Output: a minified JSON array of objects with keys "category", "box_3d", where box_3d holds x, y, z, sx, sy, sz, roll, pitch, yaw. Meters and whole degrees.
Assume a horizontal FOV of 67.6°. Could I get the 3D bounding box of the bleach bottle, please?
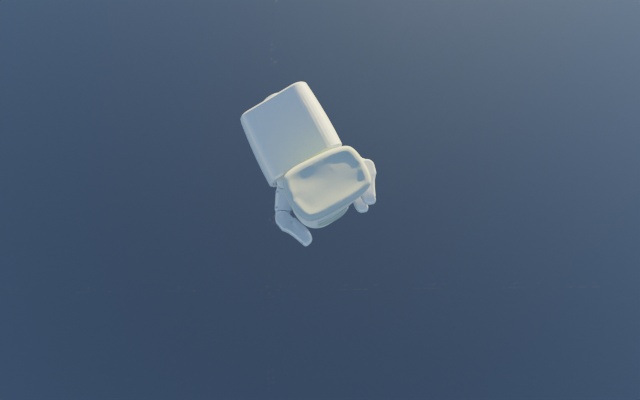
[{"category":"bleach bottle","box_3d":[0.000,0.002,0.661,0.102,0.068,0.251,-28,-8,-9]}]
